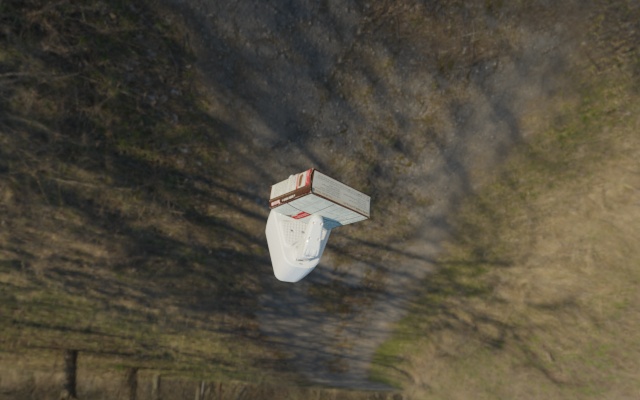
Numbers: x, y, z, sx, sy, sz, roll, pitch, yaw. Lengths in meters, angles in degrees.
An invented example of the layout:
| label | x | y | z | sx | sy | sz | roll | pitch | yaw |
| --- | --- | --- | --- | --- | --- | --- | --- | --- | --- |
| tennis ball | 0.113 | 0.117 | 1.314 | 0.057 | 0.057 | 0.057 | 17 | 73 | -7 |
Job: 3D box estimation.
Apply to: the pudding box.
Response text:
| label | x | y | z | sx | sy | sz | roll | pitch | yaw |
| --- | --- | --- | --- | --- | --- | --- | --- | --- | --- |
| pudding box | 0.000 | 0.002 | 0.653 | 0.113 | 0.039 | 0.090 | 22 | -30 | -38 |
